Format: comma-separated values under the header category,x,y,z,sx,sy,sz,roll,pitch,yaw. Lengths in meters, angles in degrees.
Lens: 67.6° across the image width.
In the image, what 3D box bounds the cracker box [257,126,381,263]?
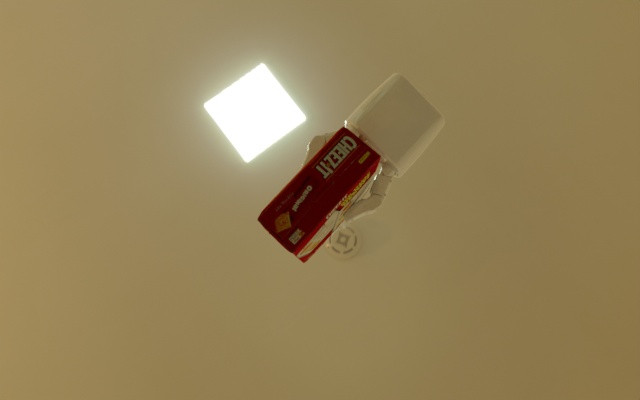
category,x,y,z,sx,sy,sz,roll,pitch,yaw
cracker box,0.000,0.002,0.684,0.072,0.164,0.214,41,-7,8
